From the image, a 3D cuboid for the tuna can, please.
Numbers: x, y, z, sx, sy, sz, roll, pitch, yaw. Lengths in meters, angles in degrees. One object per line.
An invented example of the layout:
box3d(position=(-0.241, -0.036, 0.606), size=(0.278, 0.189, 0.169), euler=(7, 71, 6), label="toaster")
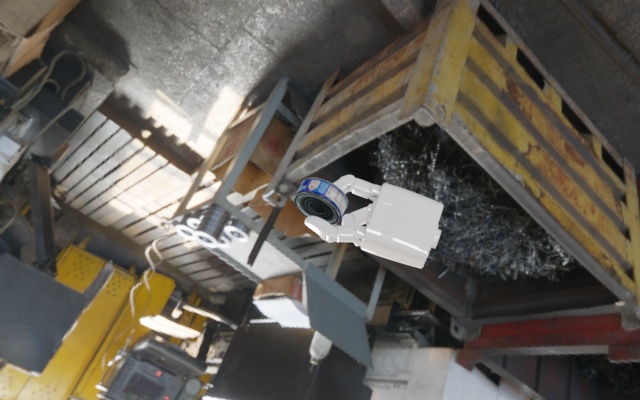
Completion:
box3d(position=(0.000, 0.003, 0.787), size=(0.086, 0.033, 0.086), euler=(21, -32, 14), label="tuna can")
